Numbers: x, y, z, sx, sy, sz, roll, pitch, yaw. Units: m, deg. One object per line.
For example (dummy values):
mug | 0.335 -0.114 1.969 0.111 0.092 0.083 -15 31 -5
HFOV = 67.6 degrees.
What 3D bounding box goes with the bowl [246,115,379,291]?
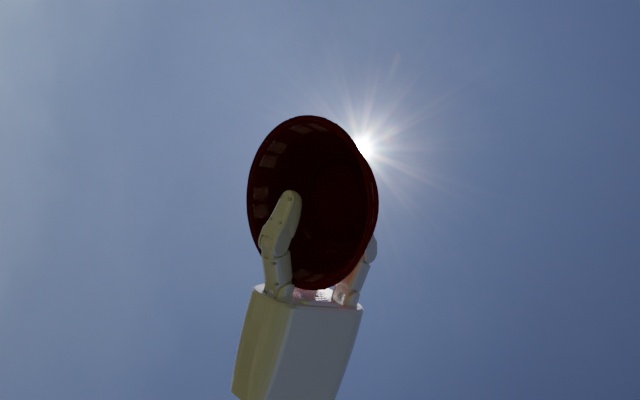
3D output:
bowl | 0.001 0.000 0.458 0.162 0.162 0.055 0 2 42
